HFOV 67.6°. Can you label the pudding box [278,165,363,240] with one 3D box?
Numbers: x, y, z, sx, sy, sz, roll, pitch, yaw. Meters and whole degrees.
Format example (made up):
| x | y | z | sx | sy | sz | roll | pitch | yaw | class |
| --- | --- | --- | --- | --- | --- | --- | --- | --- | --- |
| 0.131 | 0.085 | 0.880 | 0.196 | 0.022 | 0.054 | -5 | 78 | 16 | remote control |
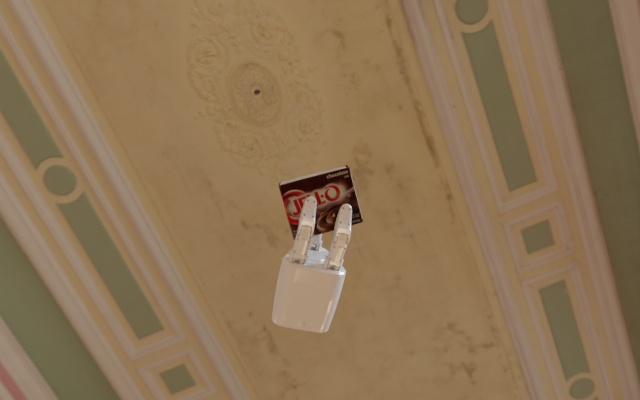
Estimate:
| x | y | z | sx | sy | sz | roll | pitch | yaw | class |
| --- | --- | --- | --- | --- | --- | --- | --- | --- | --- |
| 0.000 | 0.002 | 0.737 | 0.113 | 0.090 | 0.039 | -16 | 13 | -1 | pudding box |
